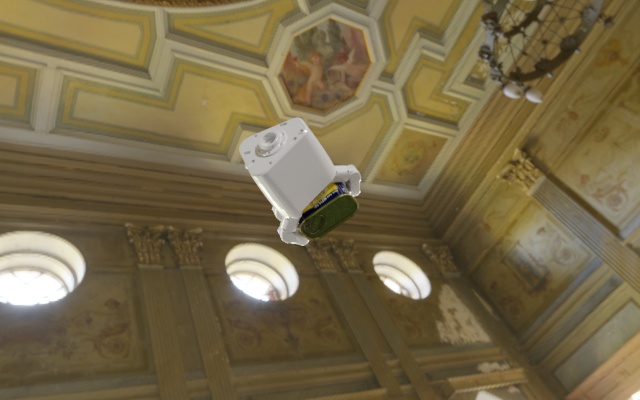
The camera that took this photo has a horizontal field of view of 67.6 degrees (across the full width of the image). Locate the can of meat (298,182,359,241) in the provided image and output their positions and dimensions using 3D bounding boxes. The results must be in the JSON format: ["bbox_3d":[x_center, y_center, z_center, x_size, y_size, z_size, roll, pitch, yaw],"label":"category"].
[{"bbox_3d":[0.000,0.002,0.794,0.102,0.084,0.057,-35,-43,4],"label":"can of meat"}]
